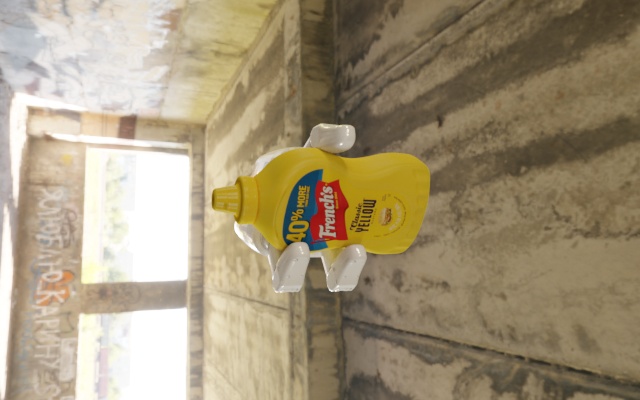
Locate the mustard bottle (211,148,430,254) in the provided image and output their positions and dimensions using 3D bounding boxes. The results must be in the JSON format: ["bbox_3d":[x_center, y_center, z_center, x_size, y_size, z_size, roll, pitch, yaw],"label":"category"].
[{"bbox_3d":[0.000,0.002,0.428,0.191,0.096,0.058,2,27,-22],"label":"mustard bottle"}]
